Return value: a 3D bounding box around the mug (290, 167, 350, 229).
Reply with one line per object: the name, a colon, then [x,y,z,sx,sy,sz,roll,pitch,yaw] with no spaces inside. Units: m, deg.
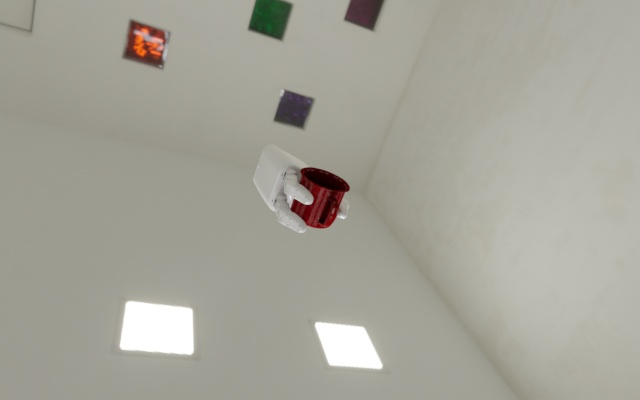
mug: [0.001,0.004,0.844,0.093,0.081,0.117,8,25,-31]
